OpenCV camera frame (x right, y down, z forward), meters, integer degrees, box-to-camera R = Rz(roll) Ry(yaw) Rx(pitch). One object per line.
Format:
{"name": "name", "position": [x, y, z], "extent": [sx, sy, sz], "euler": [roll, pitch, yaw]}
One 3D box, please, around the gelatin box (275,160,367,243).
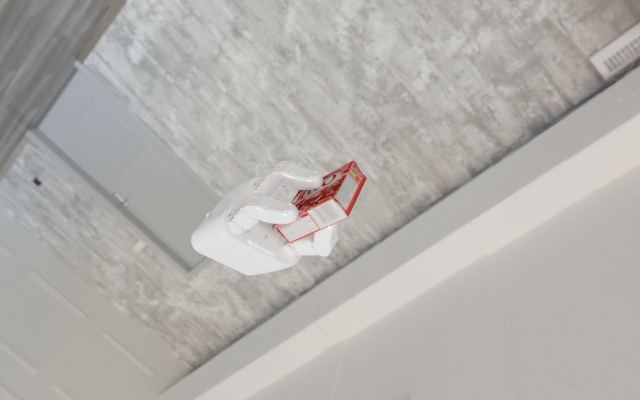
{"name": "gelatin box", "position": [0.001, 0.002, 0.517], "extent": [0.089, 0.030, 0.073], "euler": [-26, 21, 37]}
